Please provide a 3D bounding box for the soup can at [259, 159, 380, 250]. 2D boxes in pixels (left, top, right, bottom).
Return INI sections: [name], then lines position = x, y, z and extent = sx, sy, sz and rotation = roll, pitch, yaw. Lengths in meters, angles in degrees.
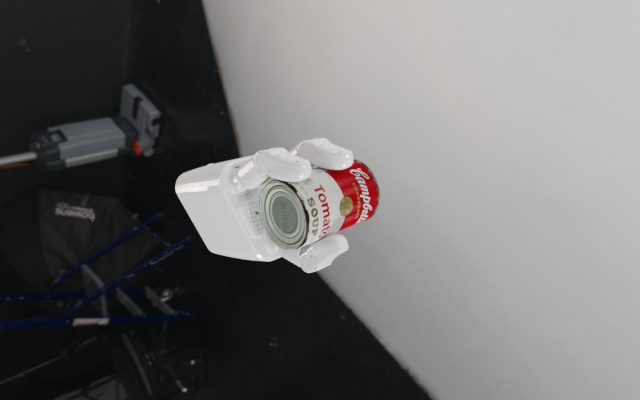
[soup can]
position = 0.000, 0.002, 0.463
extent = 0.102, 0.068, 0.068
rotation = -19, 13, -42
